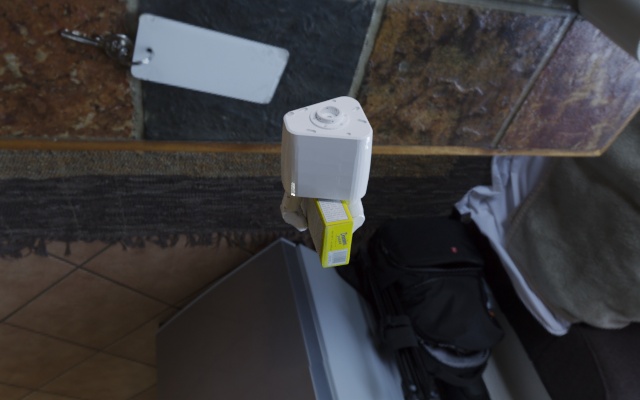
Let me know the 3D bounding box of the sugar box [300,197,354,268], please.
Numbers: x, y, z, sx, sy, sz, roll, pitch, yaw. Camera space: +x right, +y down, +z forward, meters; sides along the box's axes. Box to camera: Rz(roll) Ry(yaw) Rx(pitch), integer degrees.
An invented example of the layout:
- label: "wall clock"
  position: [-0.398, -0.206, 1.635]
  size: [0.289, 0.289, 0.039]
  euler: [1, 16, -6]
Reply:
- label: "sugar box"
  position: [0.001, 0.002, 0.706]
  size: [0.048, 0.176, 0.093]
  euler: [-7, -43, -12]
